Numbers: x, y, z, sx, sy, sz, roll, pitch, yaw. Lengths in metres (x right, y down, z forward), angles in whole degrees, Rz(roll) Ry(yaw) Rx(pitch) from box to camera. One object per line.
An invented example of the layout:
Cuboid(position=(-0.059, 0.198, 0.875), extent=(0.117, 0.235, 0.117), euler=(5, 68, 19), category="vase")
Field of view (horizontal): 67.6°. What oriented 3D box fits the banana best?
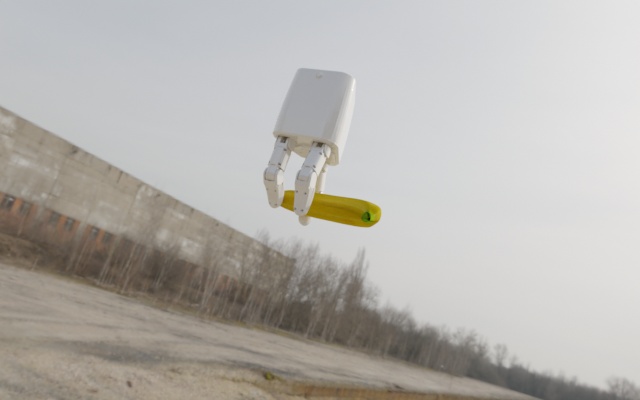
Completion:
Cuboid(position=(0.015, 0.008, 0.651), extent=(0.070, 0.037, 0.198), euler=(25, -11, -42), category="banana")
